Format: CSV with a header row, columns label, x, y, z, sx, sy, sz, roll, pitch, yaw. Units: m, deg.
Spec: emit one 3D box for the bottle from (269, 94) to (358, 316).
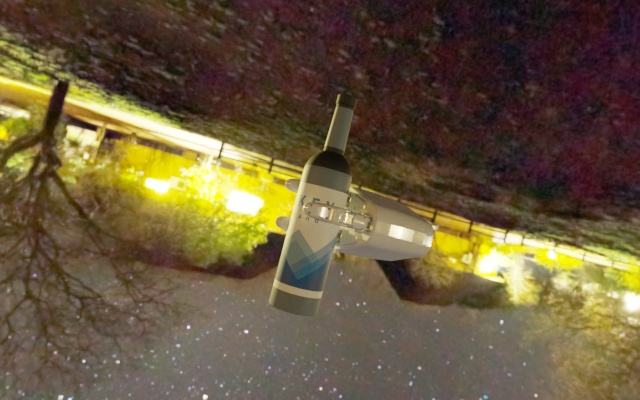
label,x,y,z,sx,sy,sz,roll,pitch,yaw
bottle,0.000,0.002,0.642,0.069,0.295,0.069,15,-2,0
